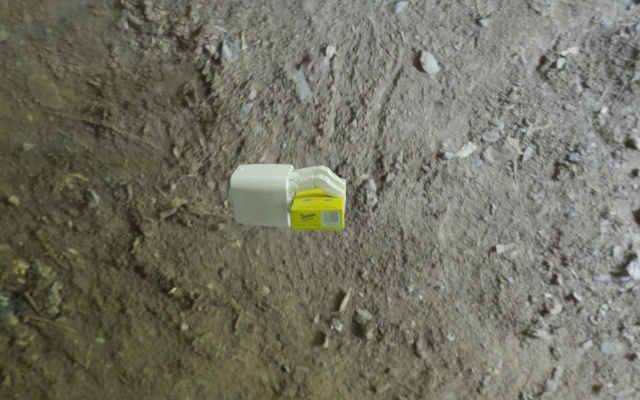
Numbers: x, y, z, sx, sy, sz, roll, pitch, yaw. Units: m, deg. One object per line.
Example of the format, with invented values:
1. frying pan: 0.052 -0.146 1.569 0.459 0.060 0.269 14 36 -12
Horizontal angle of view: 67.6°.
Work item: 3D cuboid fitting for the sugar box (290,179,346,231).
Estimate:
1. sugar box: 0.000 0.002 0.898 0.093 0.048 0.176 0 22 4
